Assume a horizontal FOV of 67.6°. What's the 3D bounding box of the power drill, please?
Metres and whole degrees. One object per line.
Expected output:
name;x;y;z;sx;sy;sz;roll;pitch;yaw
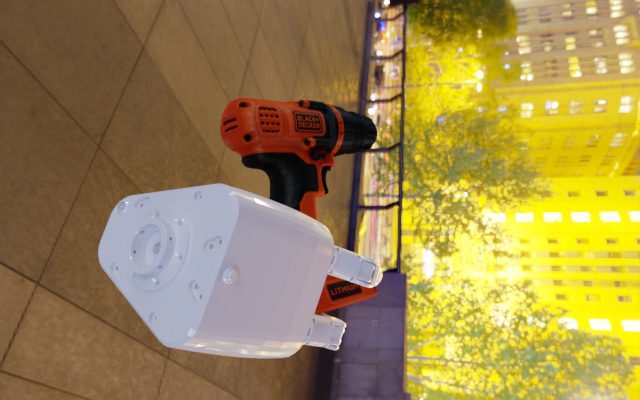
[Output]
power drill;0.000;0.002;0.438;0.184;0.187;0.057;-5;-7;-45
